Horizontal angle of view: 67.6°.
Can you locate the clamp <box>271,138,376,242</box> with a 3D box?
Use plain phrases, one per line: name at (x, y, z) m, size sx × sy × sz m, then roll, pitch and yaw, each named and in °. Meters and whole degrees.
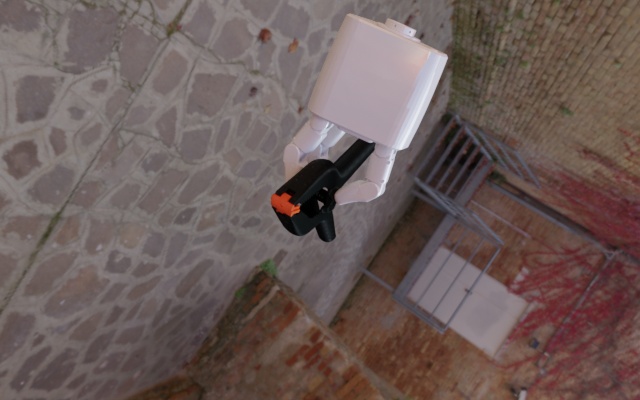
clamp at (0.001, 0.002, 0.579) m, size 0.036 × 0.165 × 0.210 m, roll 28°, pitch 24°, yaw 19°
